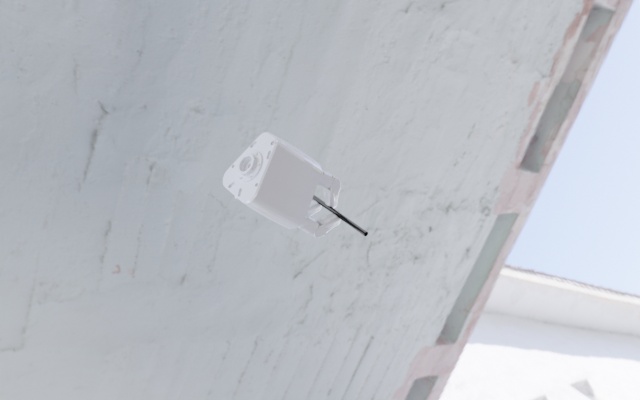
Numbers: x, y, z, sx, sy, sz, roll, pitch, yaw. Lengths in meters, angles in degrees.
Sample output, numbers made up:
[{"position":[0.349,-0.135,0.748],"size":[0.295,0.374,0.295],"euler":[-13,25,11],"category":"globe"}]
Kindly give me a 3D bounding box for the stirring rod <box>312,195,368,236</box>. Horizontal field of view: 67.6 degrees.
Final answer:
[{"position":[0.000,0.003,0.825],"size":[0.011,0.011,0.239],"euler":[0,24,-40],"category":"stirring rod"}]
